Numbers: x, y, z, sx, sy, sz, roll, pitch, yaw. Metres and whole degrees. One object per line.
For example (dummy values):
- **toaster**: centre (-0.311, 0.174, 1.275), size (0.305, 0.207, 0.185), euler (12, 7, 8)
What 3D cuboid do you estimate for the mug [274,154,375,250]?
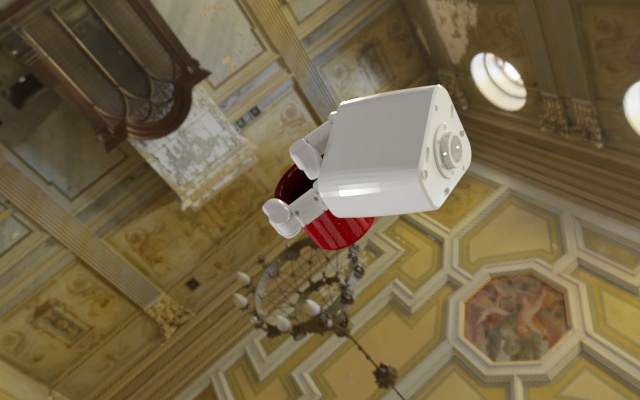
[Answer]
- **mug**: centre (-0.001, 0.002, 0.541), size (0.117, 0.093, 0.081), euler (-4, -45, 41)
